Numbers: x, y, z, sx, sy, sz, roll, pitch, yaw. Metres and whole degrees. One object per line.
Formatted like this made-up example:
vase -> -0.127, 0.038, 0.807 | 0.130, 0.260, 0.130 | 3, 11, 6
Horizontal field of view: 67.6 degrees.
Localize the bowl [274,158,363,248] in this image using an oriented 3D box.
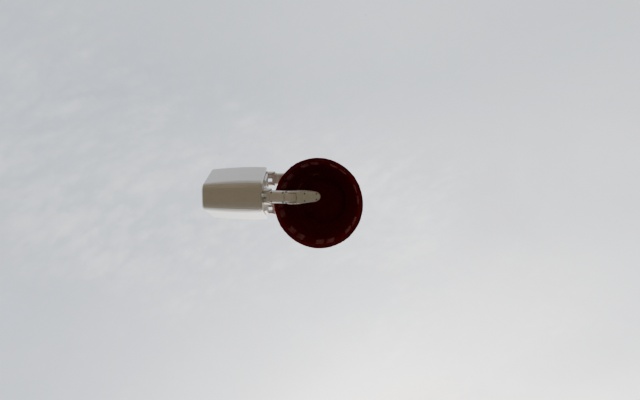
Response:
bowl -> 0.001, 0.003, 0.868 | 0.162, 0.162, 0.055 | 0, 6, 12
